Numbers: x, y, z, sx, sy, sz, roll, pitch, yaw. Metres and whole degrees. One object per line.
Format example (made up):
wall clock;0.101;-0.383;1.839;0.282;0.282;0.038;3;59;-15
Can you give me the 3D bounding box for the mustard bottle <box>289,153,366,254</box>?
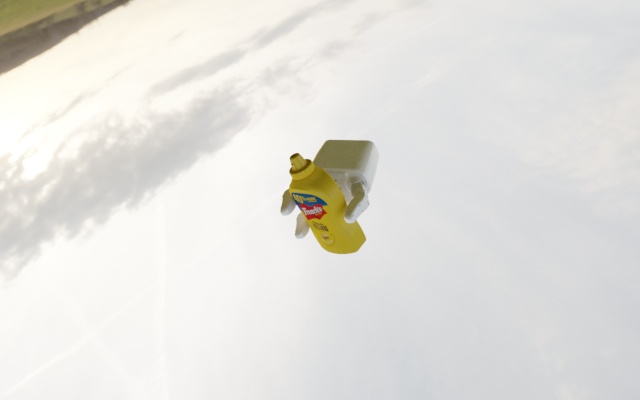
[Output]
mustard bottle;0.000;0.003;0.786;0.096;0.192;0.058;8;46;47
